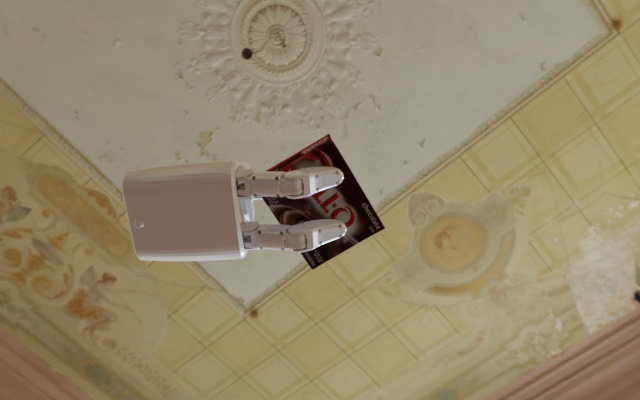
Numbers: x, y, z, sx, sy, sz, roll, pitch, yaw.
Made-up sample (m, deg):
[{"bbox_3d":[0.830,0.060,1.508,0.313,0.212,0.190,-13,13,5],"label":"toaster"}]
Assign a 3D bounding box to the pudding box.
[{"bbox_3d":[0.000,0.002,0.494,0.090,0.113,0.039,-31,19,8],"label":"pudding box"}]
